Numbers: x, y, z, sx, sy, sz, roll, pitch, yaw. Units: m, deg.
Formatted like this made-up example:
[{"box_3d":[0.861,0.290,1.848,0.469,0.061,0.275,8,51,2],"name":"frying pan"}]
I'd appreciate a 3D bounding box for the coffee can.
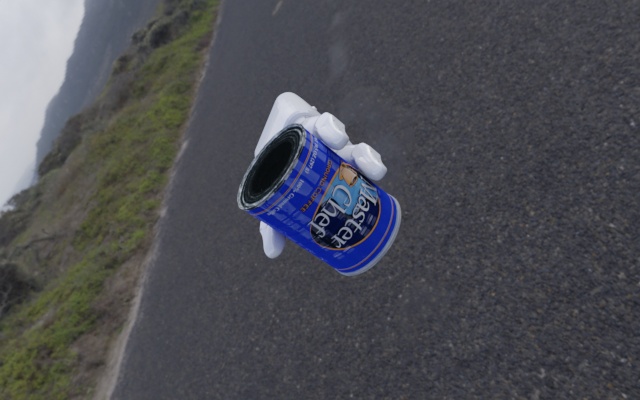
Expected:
[{"box_3d":[0.000,0.002,0.499,0.140,0.102,0.103,36,-18,-27],"name":"coffee can"}]
